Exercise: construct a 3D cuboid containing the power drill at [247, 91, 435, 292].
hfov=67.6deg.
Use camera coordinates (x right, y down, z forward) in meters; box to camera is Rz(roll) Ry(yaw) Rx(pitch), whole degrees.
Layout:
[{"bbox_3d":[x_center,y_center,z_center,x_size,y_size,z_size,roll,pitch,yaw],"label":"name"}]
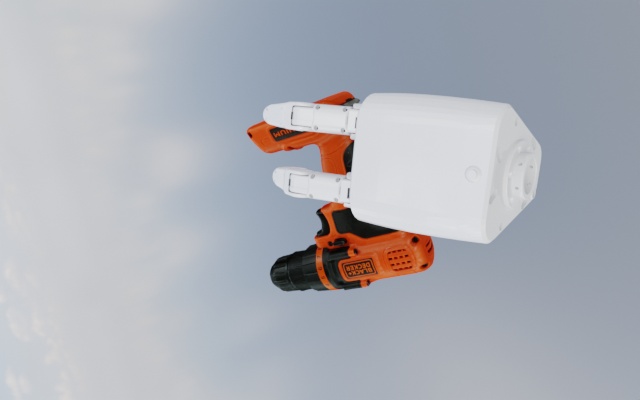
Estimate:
[{"bbox_3d":[0.000,0.001,0.471,0.184,0.188,0.057,-16,15,29],"label":"power drill"}]
